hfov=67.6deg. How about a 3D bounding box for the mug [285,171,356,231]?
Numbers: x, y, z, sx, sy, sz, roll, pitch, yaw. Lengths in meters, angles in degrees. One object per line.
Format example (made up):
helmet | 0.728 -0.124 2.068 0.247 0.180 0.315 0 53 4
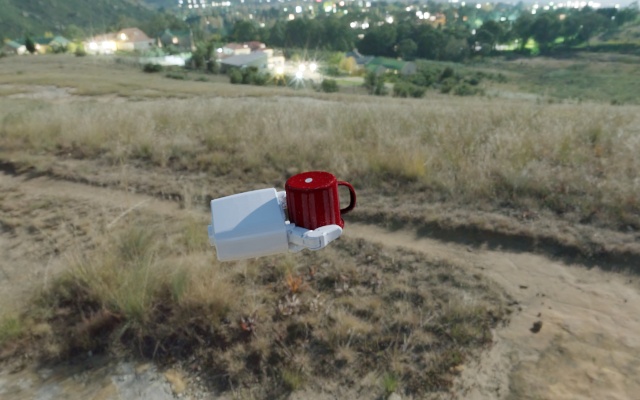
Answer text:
mug | 0.002 0.002 0.749 0.117 0.081 0.093 -11 24 -11
